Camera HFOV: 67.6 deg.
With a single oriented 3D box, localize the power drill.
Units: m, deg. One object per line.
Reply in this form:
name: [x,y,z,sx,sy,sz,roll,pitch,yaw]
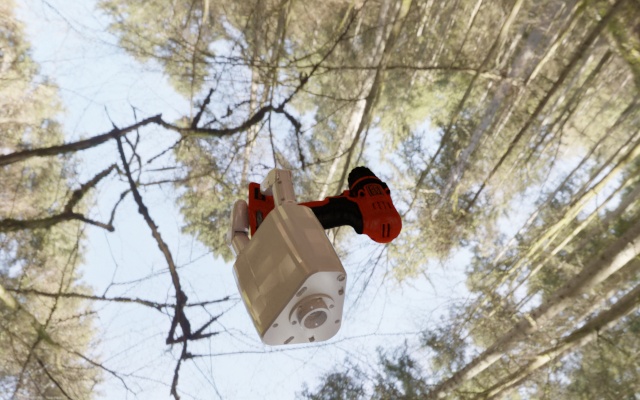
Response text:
power drill: [0.000,0.002,0.630,0.187,0.057,0.184,-6,23,-4]
